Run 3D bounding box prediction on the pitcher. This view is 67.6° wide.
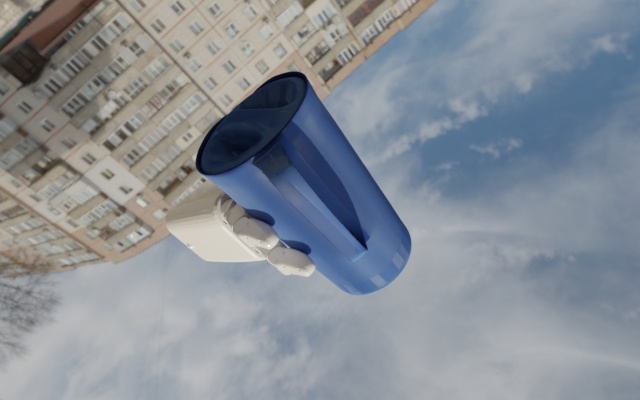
[{"bbox_3d":[0.000,0.002,0.498,0.145,0.149,0.243,-10,-45,39],"label":"pitcher"}]
